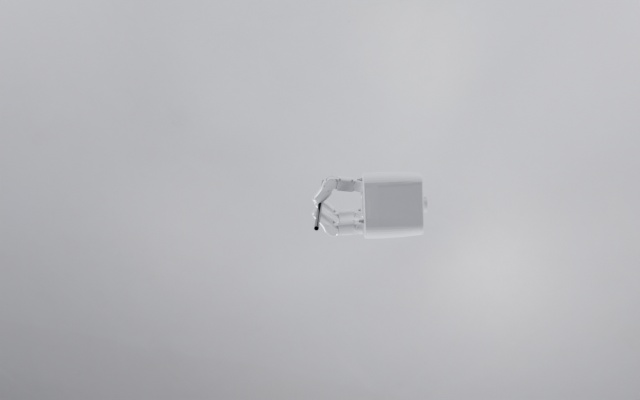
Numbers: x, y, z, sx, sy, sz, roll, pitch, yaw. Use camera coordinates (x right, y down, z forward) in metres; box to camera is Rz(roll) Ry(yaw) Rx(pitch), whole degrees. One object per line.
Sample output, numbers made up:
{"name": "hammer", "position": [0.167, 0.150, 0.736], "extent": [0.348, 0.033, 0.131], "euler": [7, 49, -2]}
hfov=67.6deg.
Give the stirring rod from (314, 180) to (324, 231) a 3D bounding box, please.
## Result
{"name": "stirring rod", "position": [0.000, 0.003, 0.880], "extent": [0.011, 0.011, 0.239], "euler": [0, 20, 3]}
